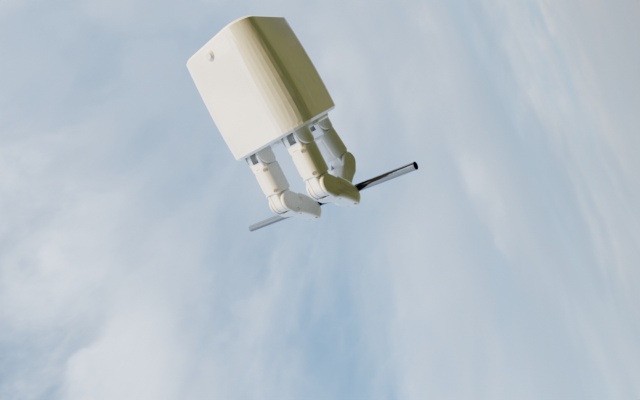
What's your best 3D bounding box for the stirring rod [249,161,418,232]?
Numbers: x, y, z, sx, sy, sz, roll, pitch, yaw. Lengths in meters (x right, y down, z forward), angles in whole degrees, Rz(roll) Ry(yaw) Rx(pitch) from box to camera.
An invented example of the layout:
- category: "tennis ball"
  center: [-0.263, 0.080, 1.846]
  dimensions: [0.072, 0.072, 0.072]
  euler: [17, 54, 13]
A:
- category: "stirring rod"
  center: [0.000, 0.002, 0.502]
  dimensions: [0.239, 0.011, 0.011]
  euler: [-21, -14, 41]
